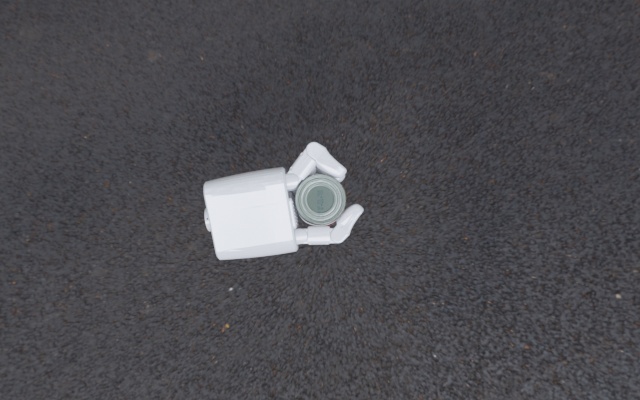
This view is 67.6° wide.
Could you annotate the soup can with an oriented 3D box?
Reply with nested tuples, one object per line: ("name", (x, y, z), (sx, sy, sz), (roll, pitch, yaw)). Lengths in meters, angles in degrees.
("soup can", (0.001, 0.002, 0.652), (0.068, 0.068, 0.102), (0, -4, 1))
